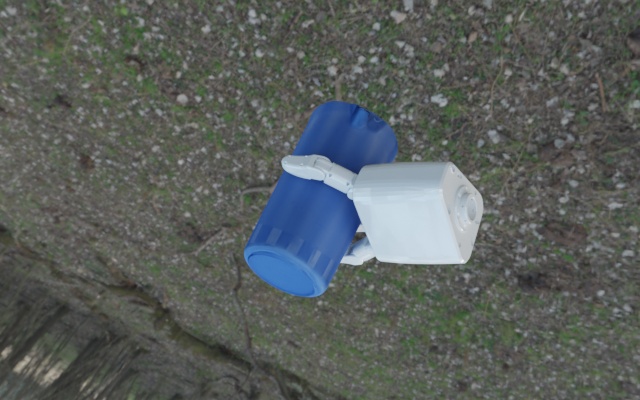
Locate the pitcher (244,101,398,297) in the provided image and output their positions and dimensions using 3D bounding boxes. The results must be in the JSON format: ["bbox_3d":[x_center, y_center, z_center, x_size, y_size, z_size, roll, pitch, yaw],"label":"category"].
[{"bbox_3d":[0.000,0.002,0.629,0.145,0.242,0.149,-1,-41,38],"label":"pitcher"}]
